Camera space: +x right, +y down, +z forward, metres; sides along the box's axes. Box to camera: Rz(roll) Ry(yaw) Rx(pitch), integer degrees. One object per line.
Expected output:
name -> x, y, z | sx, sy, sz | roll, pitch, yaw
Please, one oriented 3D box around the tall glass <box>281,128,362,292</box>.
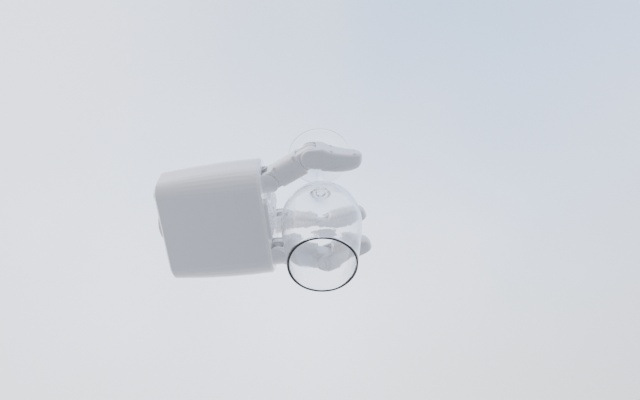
tall glass -> 0.000, 0.001, 0.490 | 0.079, 0.079, 0.201 | 0, 33, -2
